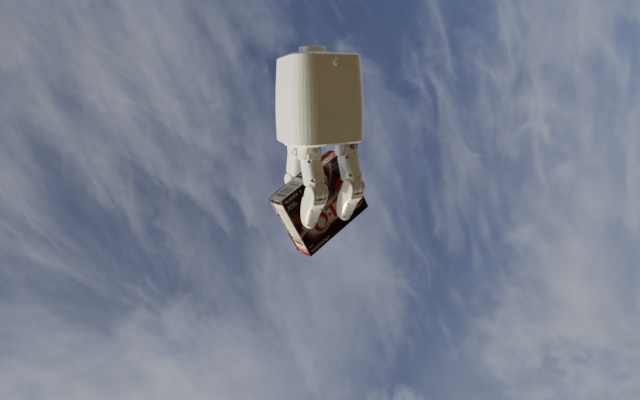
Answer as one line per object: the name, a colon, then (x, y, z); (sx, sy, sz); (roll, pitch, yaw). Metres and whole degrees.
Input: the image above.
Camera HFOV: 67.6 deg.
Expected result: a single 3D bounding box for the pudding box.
pudding box: (0.000, 0.002, 0.619); (0.113, 0.090, 0.039); (-39, 29, -21)
